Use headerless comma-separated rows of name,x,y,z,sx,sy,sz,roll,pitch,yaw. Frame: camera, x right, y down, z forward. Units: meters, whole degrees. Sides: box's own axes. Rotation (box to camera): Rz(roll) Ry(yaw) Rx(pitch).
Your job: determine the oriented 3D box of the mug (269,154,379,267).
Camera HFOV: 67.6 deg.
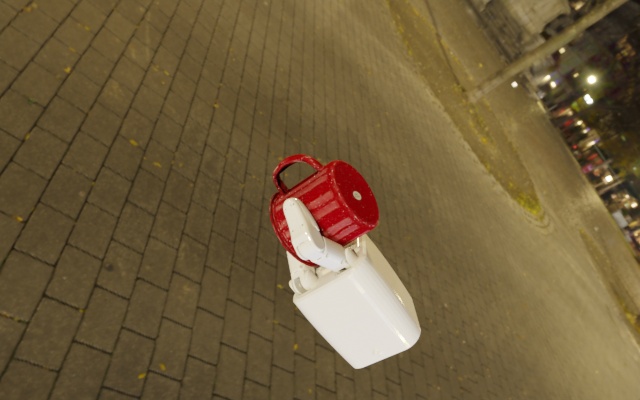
mug,-0.001,0.000,0.500,0.081,0.117,0.093,-33,12,28
